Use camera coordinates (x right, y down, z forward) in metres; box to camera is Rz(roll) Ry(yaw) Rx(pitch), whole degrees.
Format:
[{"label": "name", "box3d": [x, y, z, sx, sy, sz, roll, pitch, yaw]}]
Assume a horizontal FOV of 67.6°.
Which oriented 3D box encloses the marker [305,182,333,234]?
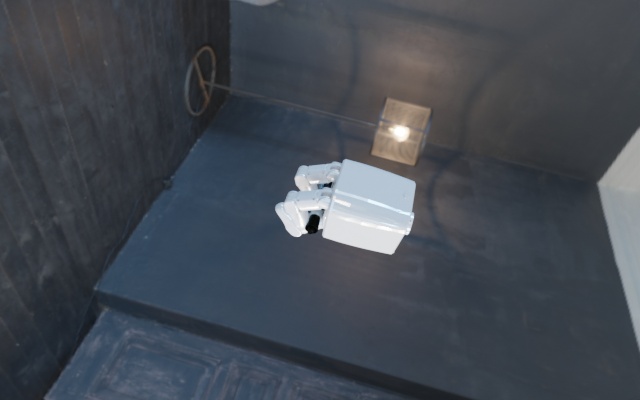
[{"label": "marker", "box3d": [0.000, 0.002, 0.701, 0.020, 0.020, 0.121, 0, 44, 19]}]
